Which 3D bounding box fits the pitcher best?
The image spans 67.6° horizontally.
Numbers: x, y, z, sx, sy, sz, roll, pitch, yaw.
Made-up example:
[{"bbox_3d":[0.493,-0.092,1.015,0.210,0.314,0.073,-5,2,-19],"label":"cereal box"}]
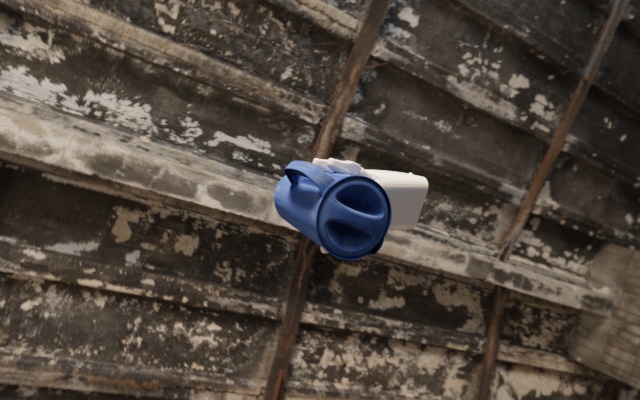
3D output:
[{"bbox_3d":[0.000,0.003,0.833,0.145,0.149,0.243,-1,9,-25],"label":"pitcher"}]
